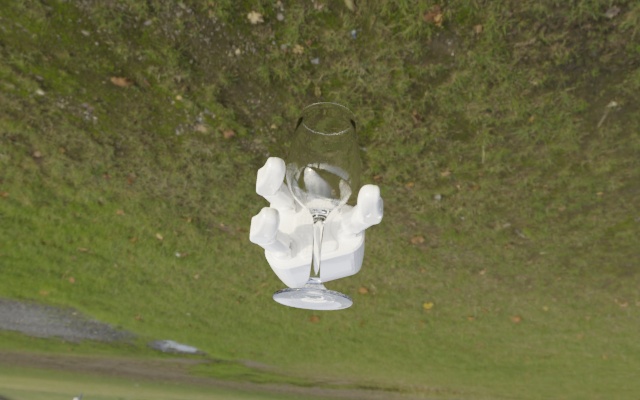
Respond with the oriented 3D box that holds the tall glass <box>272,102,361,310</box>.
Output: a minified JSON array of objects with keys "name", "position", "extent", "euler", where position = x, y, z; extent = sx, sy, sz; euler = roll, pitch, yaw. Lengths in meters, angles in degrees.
[{"name":"tall glass","position":[0.000,0.002,0.477],"extent":[0.079,0.201,0.079],"euler":[4,-25,2]}]
